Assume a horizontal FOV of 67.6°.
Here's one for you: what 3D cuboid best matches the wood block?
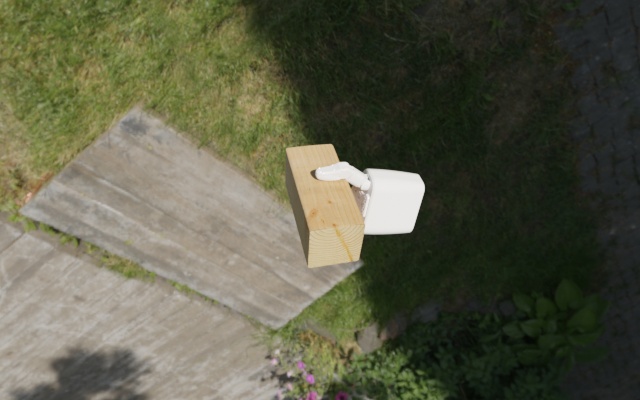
[{"bbox_3d":[0.001,0.003,0.823,0.090,0.091,0.206,-7,45,-13],"label":"wood block"}]
